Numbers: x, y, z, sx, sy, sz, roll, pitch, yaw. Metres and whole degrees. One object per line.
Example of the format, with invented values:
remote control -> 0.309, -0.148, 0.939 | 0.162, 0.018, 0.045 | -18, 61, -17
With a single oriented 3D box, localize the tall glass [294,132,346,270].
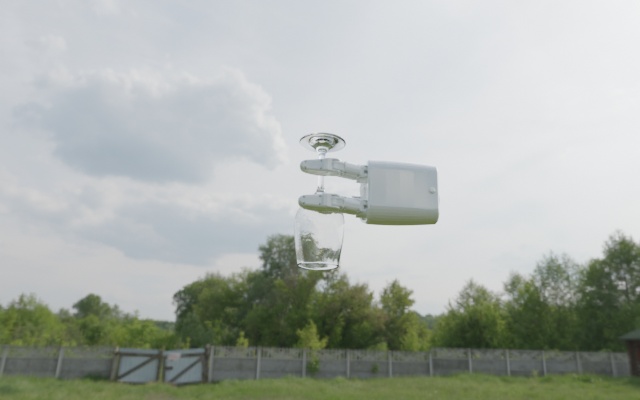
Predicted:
tall glass -> 0.000, 0.002, 0.733 | 0.079, 0.201, 0.079 | 2, -17, 1
